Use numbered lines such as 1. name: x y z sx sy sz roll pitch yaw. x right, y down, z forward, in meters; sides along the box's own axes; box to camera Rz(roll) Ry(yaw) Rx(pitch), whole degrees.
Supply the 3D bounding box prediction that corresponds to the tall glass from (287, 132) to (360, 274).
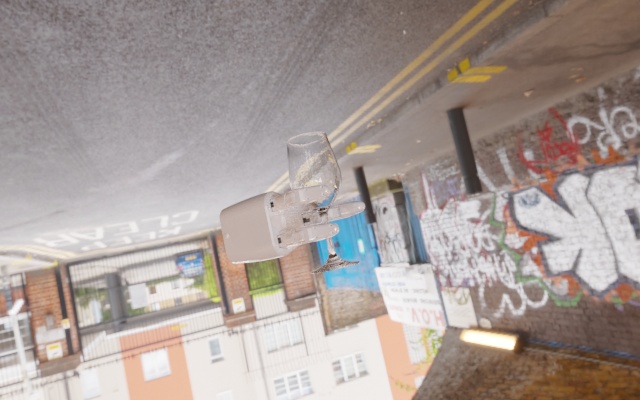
1. tall glass: 0.000 0.003 0.711 0.079 0.201 0.079 -12 -5 -1
